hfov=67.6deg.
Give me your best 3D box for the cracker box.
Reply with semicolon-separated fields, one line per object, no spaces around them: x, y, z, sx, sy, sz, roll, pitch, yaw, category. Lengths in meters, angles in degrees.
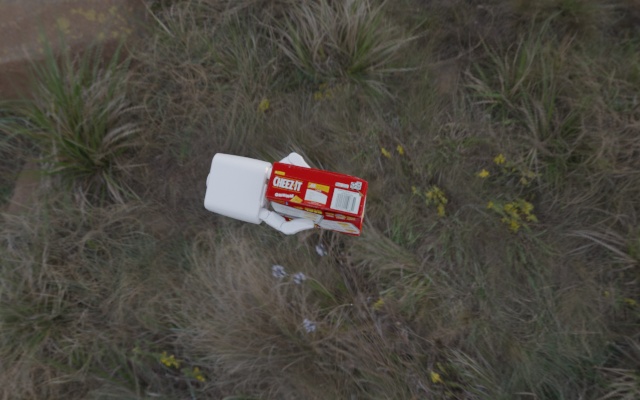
0.000;0.003;0.879;0.164;0.072;0.214;12;-11;6;cracker box
